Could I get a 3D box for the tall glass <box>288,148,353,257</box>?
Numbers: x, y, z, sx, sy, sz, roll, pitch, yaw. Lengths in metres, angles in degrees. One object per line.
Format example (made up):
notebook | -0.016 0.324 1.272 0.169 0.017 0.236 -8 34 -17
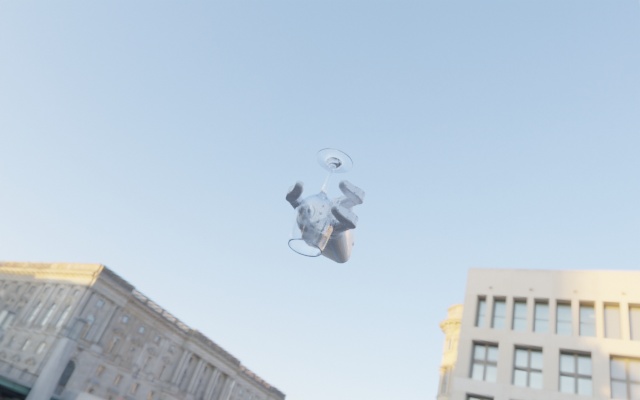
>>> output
tall glass | 0.000 0.002 0.882 0.079 0.201 0.079 14 -32 9
